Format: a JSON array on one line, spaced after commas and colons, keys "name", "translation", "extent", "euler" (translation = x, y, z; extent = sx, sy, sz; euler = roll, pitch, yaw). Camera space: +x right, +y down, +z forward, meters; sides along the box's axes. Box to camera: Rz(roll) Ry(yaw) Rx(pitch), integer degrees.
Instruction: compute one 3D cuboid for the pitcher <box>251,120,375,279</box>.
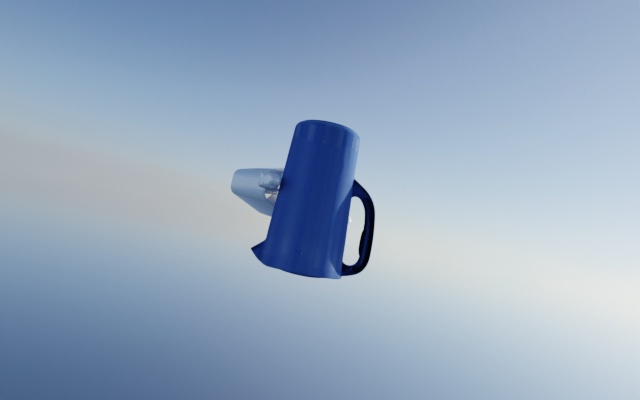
[{"name": "pitcher", "translation": [0.000, 0.002, 0.769], "extent": [0.145, 0.243, 0.149], "euler": [8, -6, 44]}]
